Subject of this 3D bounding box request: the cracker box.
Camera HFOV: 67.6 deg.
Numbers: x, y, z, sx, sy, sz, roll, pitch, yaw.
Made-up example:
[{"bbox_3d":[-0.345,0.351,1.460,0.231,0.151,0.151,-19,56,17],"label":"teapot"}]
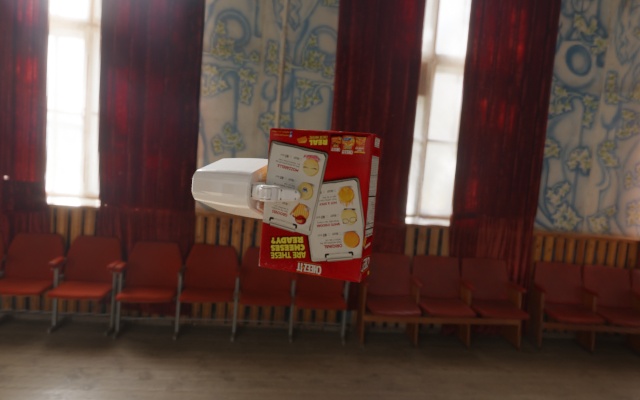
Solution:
[{"bbox_3d":[0.000,0.002,0.726,0.164,0.214,0.072,6,4,20],"label":"cracker box"}]
